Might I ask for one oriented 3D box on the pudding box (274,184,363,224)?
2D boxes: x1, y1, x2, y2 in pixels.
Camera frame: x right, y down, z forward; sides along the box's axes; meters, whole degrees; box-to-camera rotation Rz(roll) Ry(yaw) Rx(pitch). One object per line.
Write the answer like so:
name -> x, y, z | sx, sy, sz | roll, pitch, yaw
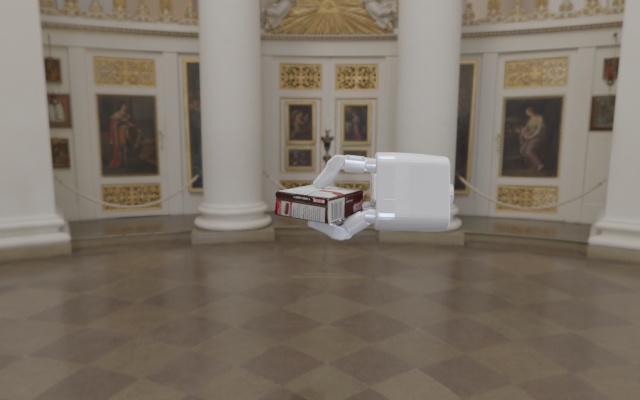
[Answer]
pudding box -> 0.000, 0.002, 0.704 | 0.090, 0.039, 0.113 | 8, 10, 29
